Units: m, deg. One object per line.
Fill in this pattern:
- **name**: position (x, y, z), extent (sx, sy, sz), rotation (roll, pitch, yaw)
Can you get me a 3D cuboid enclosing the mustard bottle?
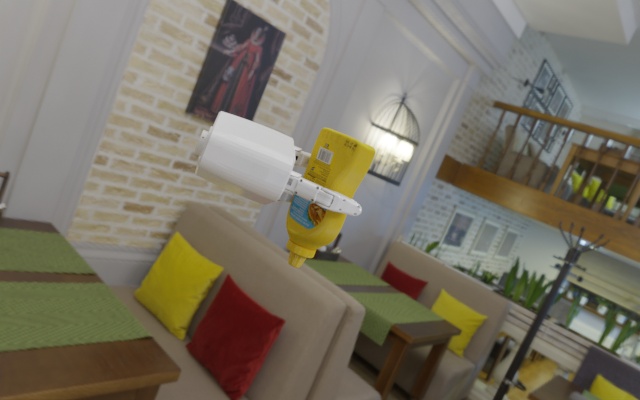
- **mustard bottle**: position (0.000, 0.002, 0.648), extent (0.058, 0.191, 0.096), rotation (18, 9, -39)
